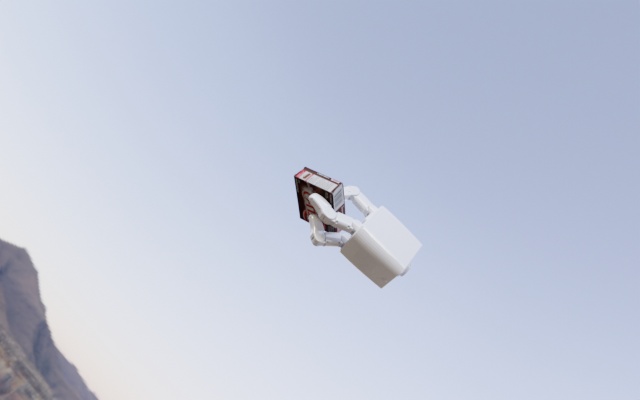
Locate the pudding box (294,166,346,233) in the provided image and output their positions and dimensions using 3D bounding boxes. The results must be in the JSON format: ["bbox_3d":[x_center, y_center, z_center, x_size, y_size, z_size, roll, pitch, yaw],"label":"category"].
[{"bbox_3d":[0.000,0.003,0.881,0.090,0.114,0.039,25,48,29],"label":"pudding box"}]
